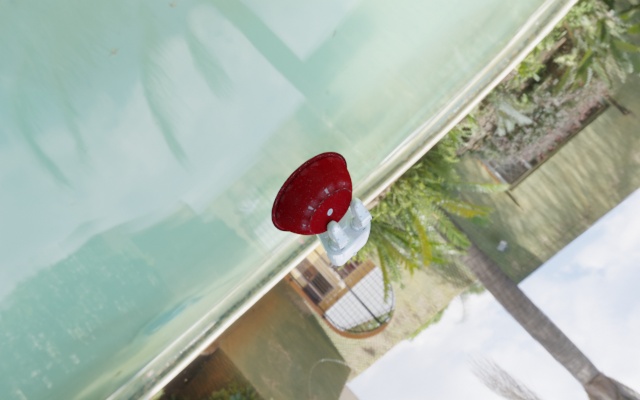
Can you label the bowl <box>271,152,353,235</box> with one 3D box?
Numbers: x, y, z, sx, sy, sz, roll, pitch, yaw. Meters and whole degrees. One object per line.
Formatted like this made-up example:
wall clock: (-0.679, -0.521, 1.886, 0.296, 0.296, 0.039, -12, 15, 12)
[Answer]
bowl: (0.000, 0.002, 0.771, 0.055, 0.162, 0.162, 42, 24, 29)
